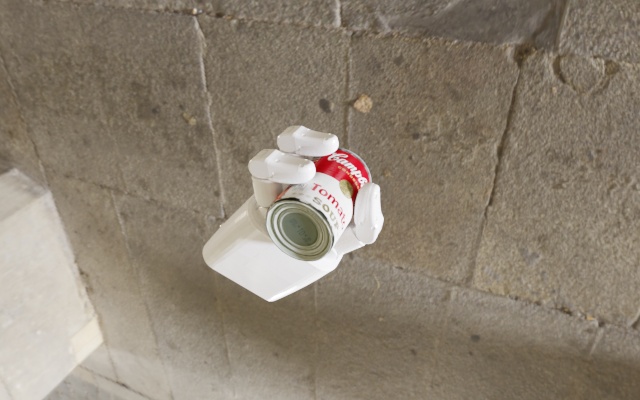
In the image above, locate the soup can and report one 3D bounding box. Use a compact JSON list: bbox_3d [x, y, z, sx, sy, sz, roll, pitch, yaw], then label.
[{"bbox_3d":[0.000,0.002,0.452,0.068,0.068,0.102,0,31,28],"label":"soup can"}]
